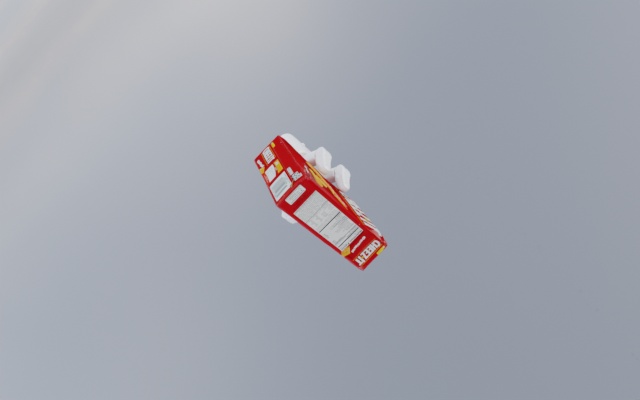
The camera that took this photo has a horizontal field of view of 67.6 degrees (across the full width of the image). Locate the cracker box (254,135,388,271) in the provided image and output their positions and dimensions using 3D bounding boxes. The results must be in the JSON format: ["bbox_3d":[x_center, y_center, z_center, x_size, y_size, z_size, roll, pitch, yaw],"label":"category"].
[{"bbox_3d":[0.000,0.003,0.804,0.214,0.072,0.164,39,10,-34],"label":"cracker box"}]
